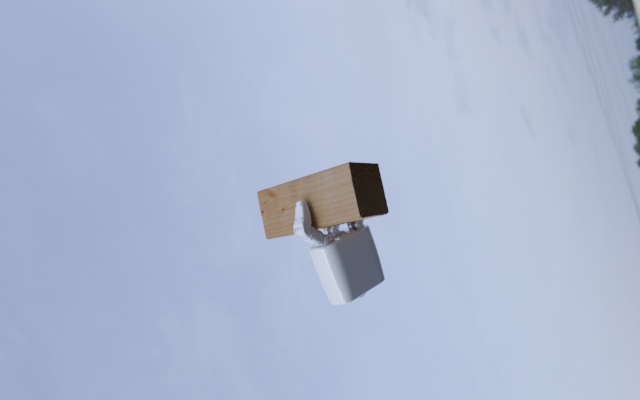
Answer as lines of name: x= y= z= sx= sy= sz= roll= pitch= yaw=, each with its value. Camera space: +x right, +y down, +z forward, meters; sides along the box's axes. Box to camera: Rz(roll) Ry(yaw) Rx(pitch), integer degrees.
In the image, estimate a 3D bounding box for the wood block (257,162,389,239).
wood block: x=0.000 y=0.003 z=0.824 sx=0.206 sy=0.090 sz=0.091 roll=-16 pitch=-6 yaw=37
